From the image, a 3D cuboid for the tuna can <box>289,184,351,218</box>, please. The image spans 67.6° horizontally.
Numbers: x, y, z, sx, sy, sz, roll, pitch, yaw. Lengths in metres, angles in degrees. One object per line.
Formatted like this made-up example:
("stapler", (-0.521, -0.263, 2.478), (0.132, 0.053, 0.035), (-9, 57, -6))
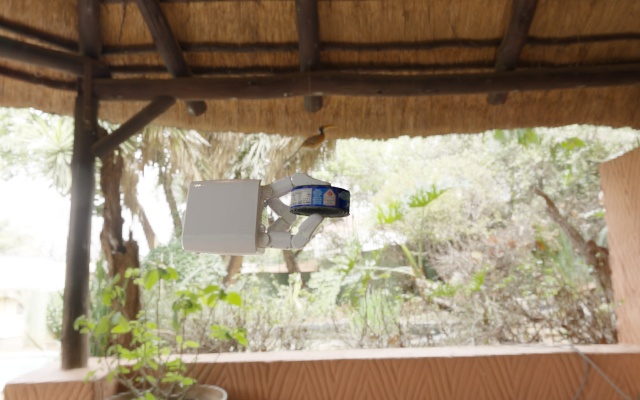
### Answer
("tuna can", (0.000, 0.002, 0.673), (0.086, 0.033, 0.086), (3, -10, 1))
